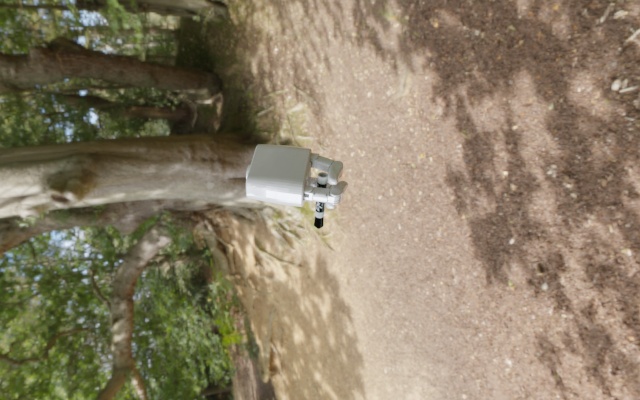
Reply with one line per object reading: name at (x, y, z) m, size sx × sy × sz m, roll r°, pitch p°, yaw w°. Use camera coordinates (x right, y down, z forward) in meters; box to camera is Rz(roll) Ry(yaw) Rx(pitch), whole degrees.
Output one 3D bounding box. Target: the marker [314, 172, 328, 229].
marker at (0.000, 0.003, 0.894) m, size 0.020 × 0.121 × 0.020 m, roll 3°, pitch 35°, yaw -2°
